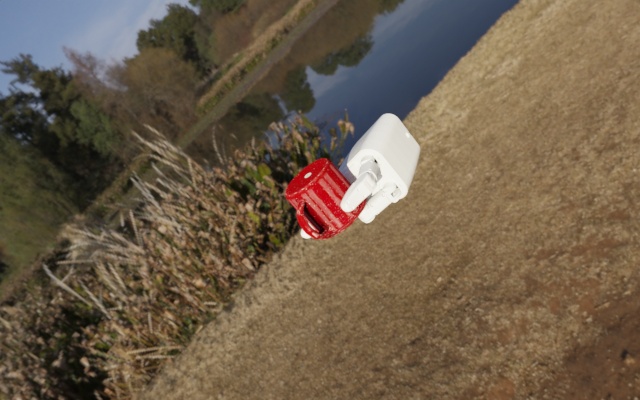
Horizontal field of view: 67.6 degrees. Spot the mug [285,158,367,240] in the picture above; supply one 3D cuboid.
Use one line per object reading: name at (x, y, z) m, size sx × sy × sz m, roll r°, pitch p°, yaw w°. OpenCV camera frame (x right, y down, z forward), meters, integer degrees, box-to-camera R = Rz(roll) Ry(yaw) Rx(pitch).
mug at (-0.001, 0.003, 0.667) m, size 0.093 × 0.081 × 0.117 m, roll -23°, pitch 26°, yaw 42°
